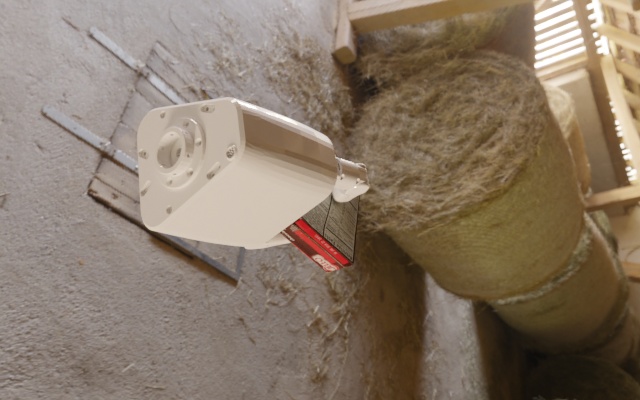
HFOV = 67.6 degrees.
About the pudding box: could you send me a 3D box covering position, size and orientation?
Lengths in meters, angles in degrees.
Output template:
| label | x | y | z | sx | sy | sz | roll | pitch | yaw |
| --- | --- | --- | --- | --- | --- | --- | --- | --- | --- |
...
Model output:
| label | x | y | z | sx | sy | sz | roll | pitch | yaw |
| --- | --- | --- | --- | --- | --- | --- | --- | --- | --- |
| pudding box | 0.000 | 0.001 | 0.478 | 0.039 | 0.113 | 0.090 | -18 | -46 | 32 |
